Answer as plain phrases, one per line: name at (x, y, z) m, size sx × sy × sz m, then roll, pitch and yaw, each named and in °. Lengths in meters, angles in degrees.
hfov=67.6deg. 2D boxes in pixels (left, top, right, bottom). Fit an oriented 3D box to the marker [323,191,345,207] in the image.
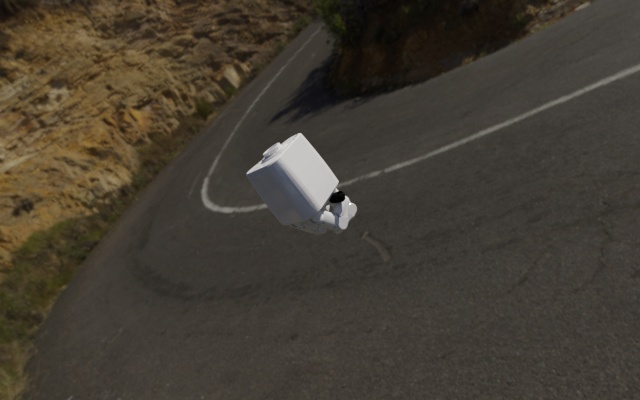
marker at (0.000, 0.003, 0.803) m, size 0.020 × 0.020 × 0.121 m, roll 0°, pitch -10°, yaw -37°
